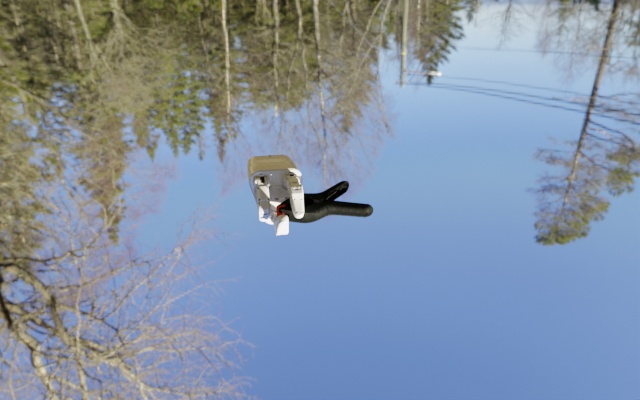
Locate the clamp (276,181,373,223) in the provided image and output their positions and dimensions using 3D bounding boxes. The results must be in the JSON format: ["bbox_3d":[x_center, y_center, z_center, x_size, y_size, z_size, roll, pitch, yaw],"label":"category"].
[{"bbox_3d":[0.000,0.004,0.883,0.171,0.039,0.120,-4,23,-12],"label":"clamp"}]
